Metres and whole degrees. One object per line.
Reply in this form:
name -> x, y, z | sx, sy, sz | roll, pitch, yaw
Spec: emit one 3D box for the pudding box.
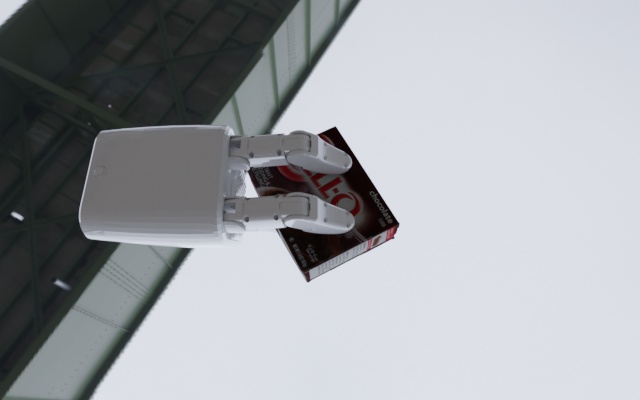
pudding box -> 0.000, 0.001, 0.413 | 0.090, 0.113, 0.039 | -26, -22, -10
